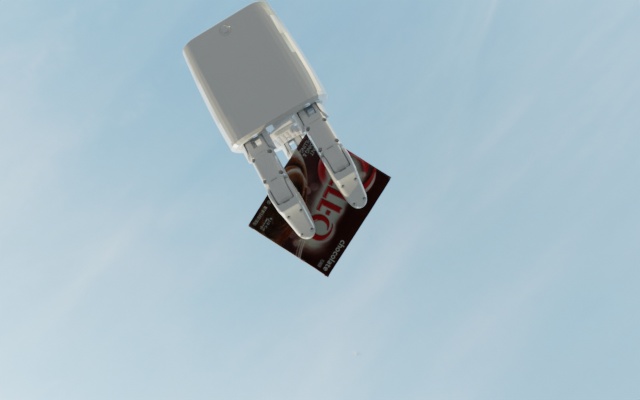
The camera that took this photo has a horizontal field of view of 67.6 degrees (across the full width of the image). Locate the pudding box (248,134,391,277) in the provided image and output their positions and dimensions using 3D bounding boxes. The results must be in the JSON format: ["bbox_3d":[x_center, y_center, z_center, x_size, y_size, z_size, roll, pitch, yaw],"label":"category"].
[{"bbox_3d":[0.000,0.001,0.457,0.090,0.113,0.039,32,1,4],"label":"pudding box"}]
